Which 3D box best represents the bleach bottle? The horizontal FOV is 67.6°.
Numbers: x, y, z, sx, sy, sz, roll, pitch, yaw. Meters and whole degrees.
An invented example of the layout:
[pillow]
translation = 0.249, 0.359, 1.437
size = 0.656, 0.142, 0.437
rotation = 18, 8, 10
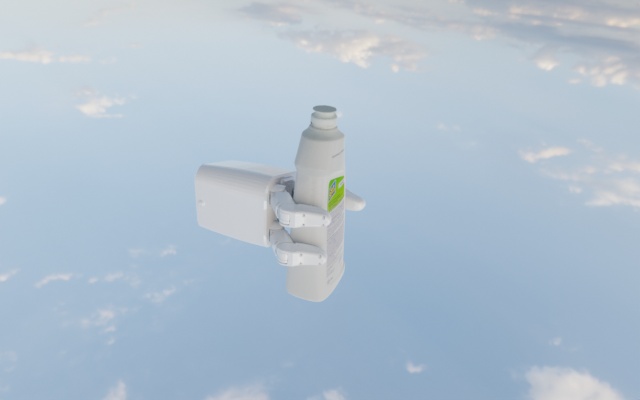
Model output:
[bleach bottle]
translation = 0.000, 0.002, 0.611
size = 0.068, 0.251, 0.102
rotation = 13, 29, 16
